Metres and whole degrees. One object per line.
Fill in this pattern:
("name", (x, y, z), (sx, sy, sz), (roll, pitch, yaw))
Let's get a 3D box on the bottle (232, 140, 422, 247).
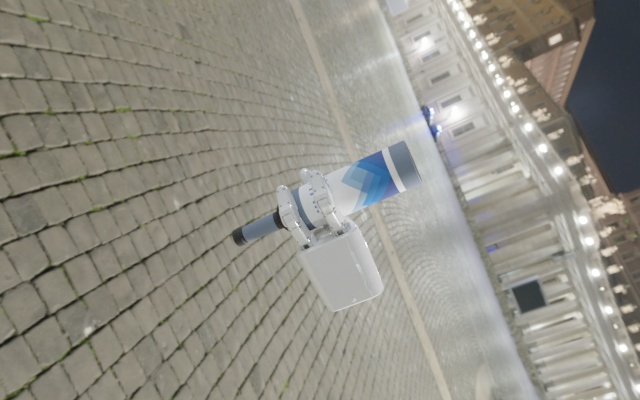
("bottle", (0.000, 0.002, 0.709), (0.296, 0.069, 0.069), (-24, -6, 14))
